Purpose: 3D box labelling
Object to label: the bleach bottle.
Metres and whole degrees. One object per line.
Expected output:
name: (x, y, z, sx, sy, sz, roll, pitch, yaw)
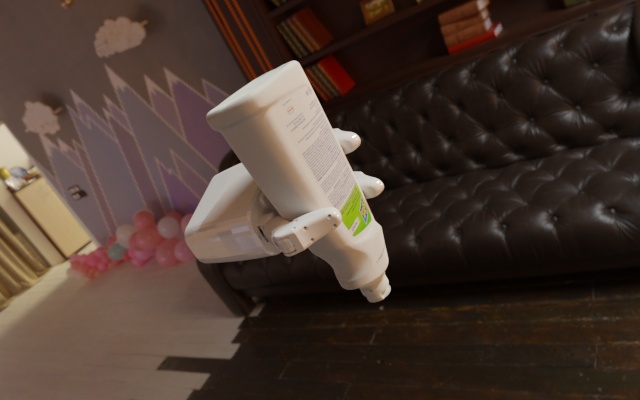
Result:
bleach bottle: (0.000, 0.001, 0.458, 0.068, 0.251, 0.102, -14, 26, 36)
